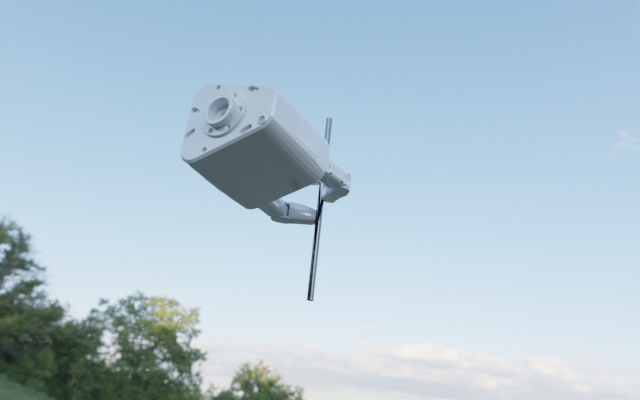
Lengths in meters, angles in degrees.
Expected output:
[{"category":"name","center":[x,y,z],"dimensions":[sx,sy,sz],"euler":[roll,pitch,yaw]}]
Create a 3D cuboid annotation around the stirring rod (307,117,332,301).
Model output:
[{"category":"stirring rod","center":[0.000,0.002,0.579],"dimensions":[0.011,0.239,0.011],"euler":[5,-24,2]}]
